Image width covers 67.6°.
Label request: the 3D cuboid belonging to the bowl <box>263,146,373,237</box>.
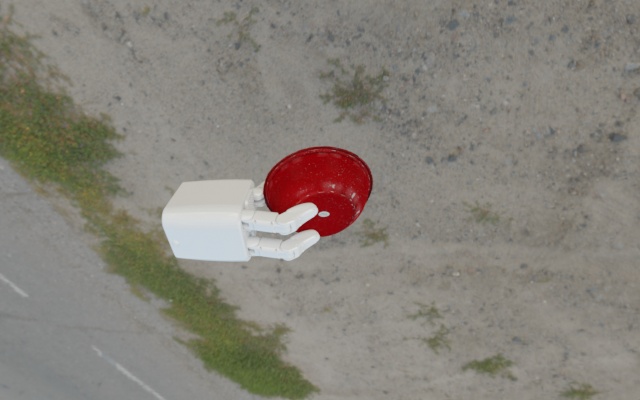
[{"bbox_3d":[0.001,0.002,0.678,0.162,0.162,0.055,-5,45,-5],"label":"bowl"}]
